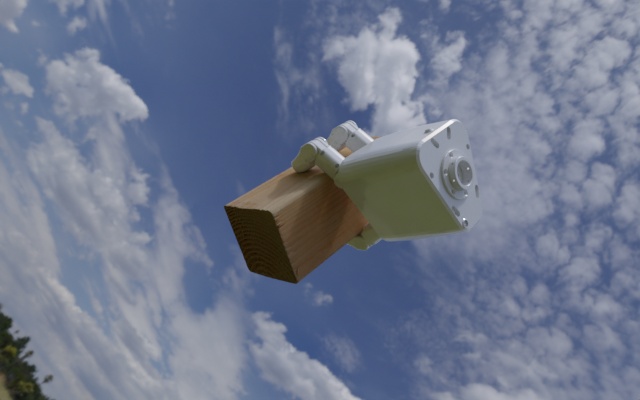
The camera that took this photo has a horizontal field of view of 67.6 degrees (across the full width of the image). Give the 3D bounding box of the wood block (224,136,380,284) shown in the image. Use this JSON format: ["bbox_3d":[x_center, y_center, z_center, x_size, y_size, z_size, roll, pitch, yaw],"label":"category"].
[{"bbox_3d":[0.001,0.002,0.581,0.090,0.091,0.206,4,29,46],"label":"wood block"}]
